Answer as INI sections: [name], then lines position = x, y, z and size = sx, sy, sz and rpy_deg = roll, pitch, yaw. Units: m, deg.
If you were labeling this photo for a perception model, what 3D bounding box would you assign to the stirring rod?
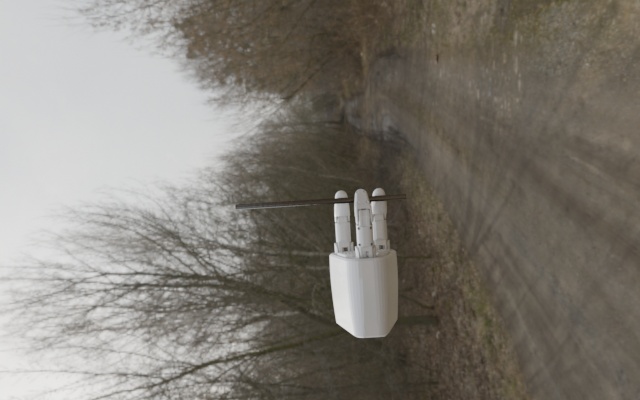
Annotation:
[stirring rod]
position = 0.000, 0.002, 0.674
size = 0.239, 0.011, 0.011
rpy_deg = -4, 0, 1
